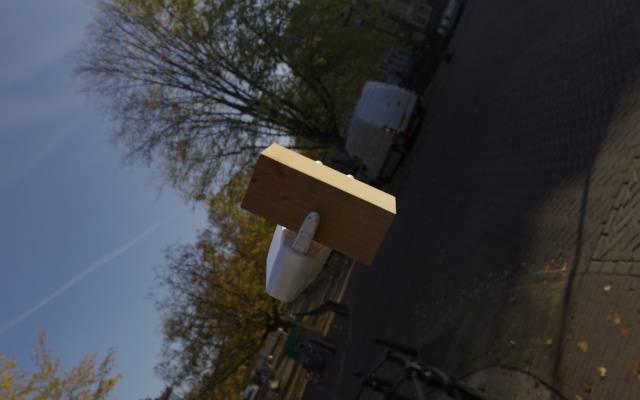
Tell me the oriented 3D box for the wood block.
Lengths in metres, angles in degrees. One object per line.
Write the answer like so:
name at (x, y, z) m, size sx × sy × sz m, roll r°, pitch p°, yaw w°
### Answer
wood block at (0.000, 0.003, 0.712) m, size 0.206 × 0.090 × 0.090 m, roll 24°, pitch 19°, yaw 0°
